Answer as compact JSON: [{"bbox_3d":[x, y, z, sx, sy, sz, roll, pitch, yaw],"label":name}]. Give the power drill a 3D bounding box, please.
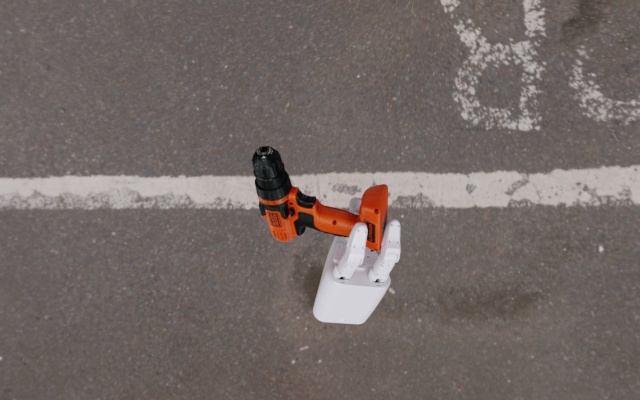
[{"bbox_3d":[0.001,0.003,0.678,0.187,0.057,0.185,10,-37,16],"label":"power drill"}]
